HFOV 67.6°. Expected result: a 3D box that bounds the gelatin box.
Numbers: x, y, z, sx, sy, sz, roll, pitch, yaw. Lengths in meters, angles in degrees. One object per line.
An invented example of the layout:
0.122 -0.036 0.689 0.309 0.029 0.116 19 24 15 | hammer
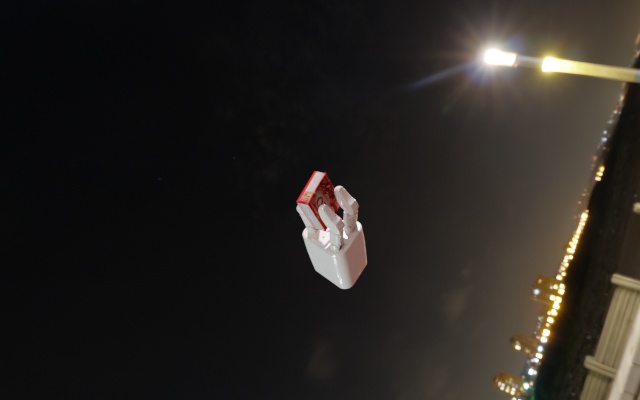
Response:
0.000 0.003 0.877 0.030 0.073 0.089 10 -32 35 | gelatin box
